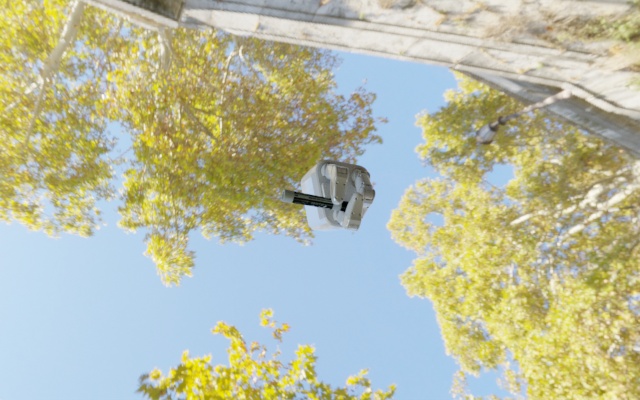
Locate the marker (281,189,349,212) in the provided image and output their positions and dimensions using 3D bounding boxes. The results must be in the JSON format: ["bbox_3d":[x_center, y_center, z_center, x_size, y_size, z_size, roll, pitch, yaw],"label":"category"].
[{"bbox_3d":[0.000,0.002,0.734,0.121,0.020,0.020,10,-3,-17],"label":"marker"}]
